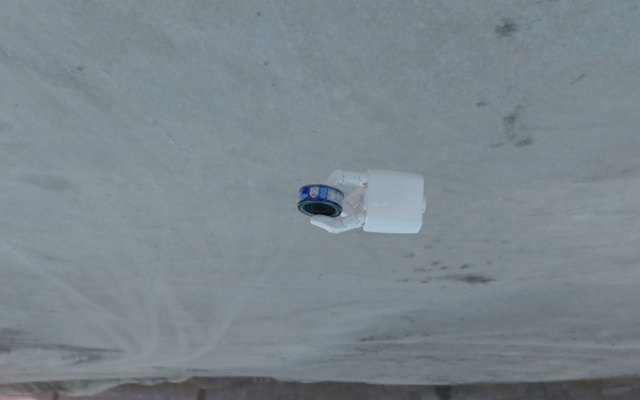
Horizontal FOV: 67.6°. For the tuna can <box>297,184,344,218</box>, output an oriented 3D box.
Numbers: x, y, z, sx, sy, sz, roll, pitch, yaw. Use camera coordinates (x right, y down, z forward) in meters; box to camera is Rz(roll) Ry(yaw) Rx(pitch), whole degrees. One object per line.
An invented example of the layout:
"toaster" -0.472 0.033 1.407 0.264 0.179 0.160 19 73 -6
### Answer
"tuna can" 0.000 0.003 0.885 0.086 0.033 0.086 6 -23 3
